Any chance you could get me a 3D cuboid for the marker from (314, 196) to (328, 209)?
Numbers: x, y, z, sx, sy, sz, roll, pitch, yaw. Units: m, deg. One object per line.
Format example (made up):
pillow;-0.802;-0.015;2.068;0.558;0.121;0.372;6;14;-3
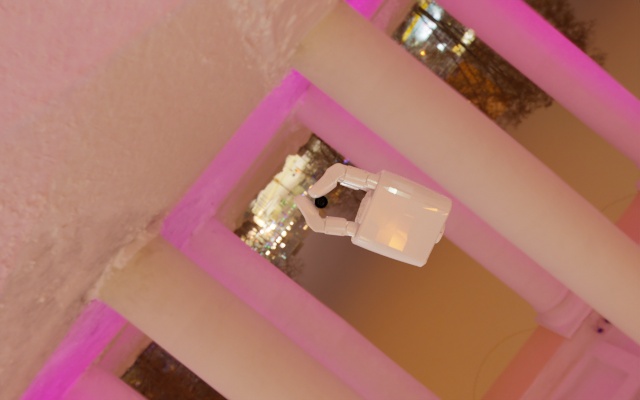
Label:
marker;0.000;0.002;0.709;0.020;0.020;0.121;0;-1;-1
